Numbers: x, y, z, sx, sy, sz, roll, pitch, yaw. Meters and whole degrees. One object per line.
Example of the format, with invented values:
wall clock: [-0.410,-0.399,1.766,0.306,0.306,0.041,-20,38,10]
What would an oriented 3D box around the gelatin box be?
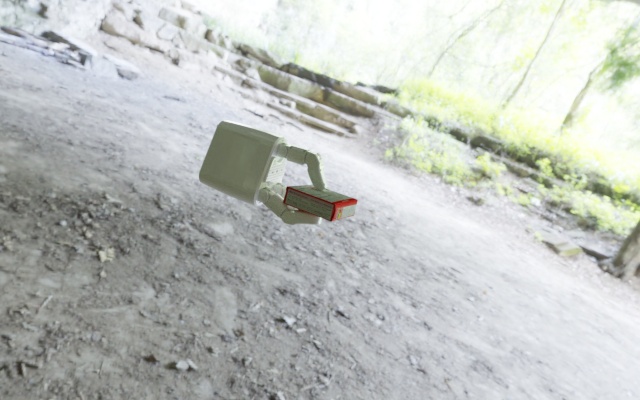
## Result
gelatin box: [0.001,0.002,0.721,0.089,0.030,0.073,19,14,27]
